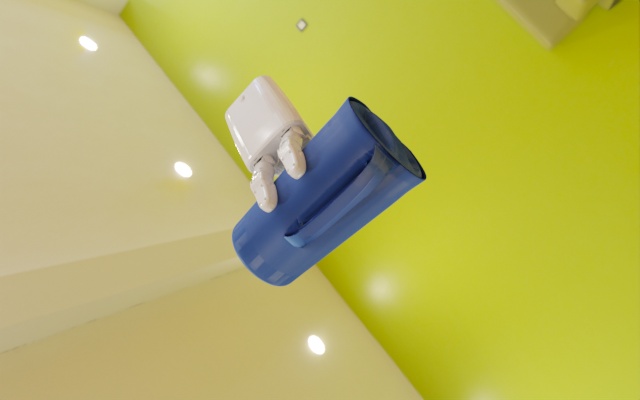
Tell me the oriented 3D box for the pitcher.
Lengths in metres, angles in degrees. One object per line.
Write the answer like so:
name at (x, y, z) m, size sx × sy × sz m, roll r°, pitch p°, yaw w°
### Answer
pitcher at (0.000, 0.002, 0.592) m, size 0.243 × 0.145 × 0.149 m, roll -43°, pitch -33°, yaw 20°
